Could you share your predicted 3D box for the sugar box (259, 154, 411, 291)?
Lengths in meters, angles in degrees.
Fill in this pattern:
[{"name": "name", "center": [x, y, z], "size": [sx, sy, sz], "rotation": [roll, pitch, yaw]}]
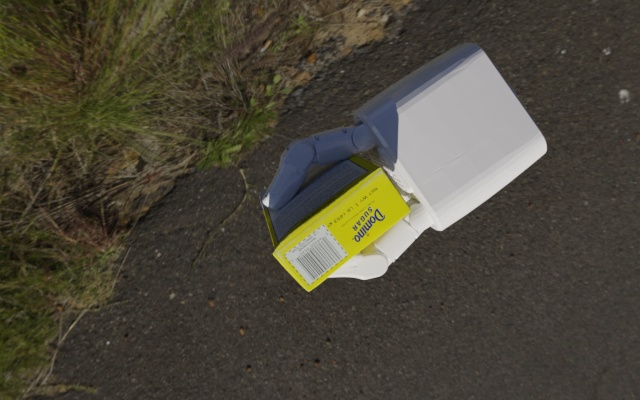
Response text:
[{"name": "sugar box", "center": [0.001, 0.002, 0.400], "size": [0.093, 0.048, 0.176], "rotation": [-37, 14, 0]}]
